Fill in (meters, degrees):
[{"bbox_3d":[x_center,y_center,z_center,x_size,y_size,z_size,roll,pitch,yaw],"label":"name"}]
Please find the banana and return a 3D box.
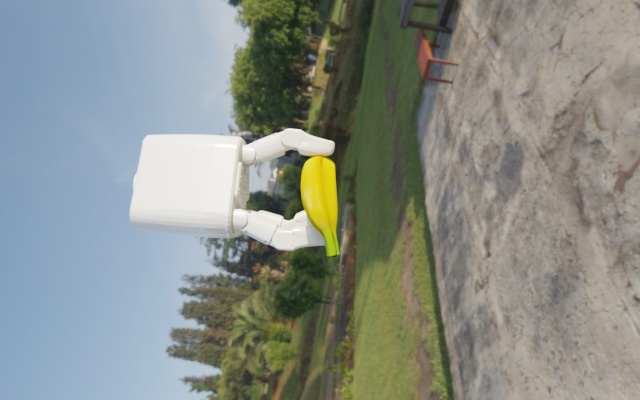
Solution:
[{"bbox_3d":[-0.001,-0.014,0.521,0.037,0.070,0.197,-2,23,2],"label":"banana"}]
